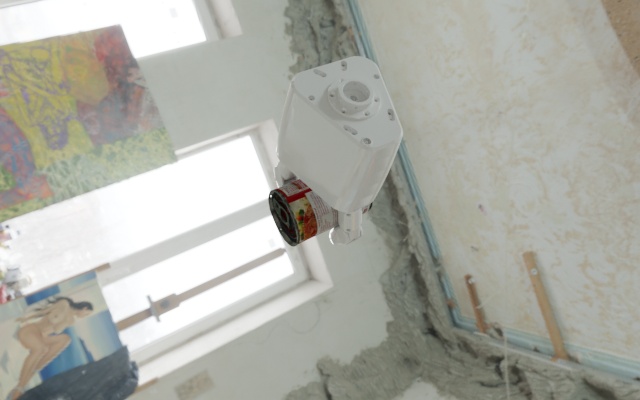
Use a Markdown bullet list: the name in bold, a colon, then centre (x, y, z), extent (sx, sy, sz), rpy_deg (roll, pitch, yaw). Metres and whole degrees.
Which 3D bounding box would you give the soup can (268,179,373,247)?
- **soup can**: centre (0.000, 0.002, 0.550), extent (0.102, 0.068, 0.068), rpy_deg (-23, 9, -23)
